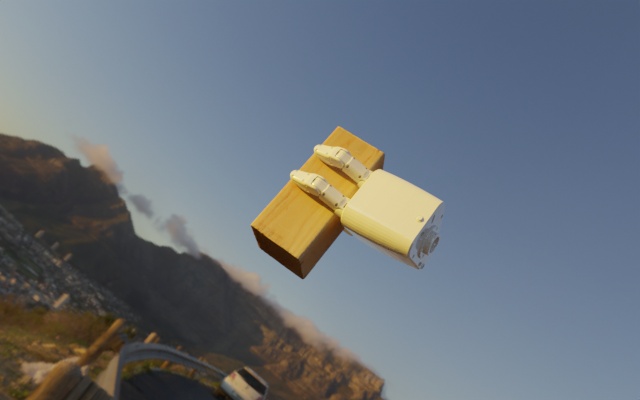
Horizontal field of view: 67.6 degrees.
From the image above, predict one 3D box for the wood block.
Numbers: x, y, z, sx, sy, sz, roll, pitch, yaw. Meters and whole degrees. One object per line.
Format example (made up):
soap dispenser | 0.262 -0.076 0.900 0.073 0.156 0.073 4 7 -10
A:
wood block | 0.001 0.003 0.718 0.090 0.206 0.091 33 -22 18
